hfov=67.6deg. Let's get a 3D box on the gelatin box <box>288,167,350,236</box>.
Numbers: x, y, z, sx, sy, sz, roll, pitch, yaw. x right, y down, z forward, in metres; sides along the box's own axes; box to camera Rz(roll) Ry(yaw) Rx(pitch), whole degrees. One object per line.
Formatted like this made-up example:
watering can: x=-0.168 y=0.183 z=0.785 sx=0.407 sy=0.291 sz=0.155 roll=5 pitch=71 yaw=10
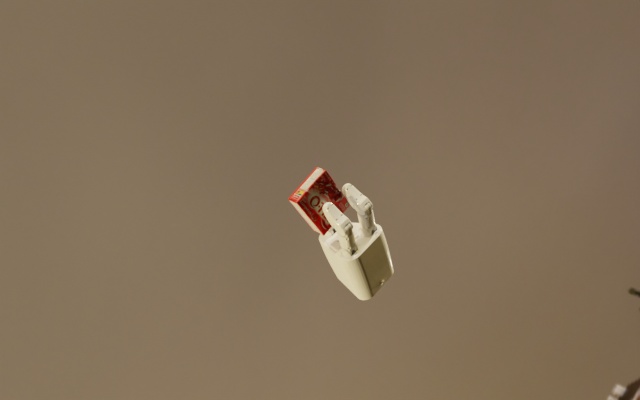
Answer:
gelatin box: x=0.000 y=0.002 z=0.782 sx=0.030 sy=0.073 sz=0.089 roll=22 pitch=-25 yaw=51
